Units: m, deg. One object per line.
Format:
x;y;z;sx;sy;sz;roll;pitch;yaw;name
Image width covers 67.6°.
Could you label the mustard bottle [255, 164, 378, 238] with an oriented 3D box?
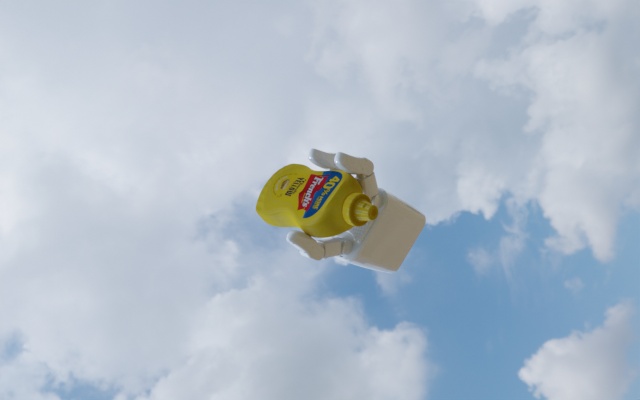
0.000;0.002;0.630;0.191;0.096;0.058;12;-33;48;mustard bottle
